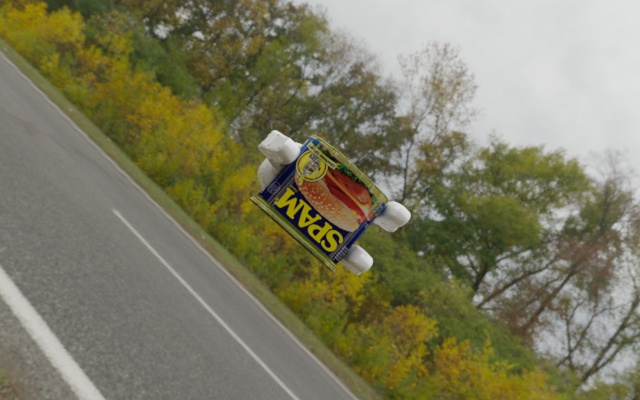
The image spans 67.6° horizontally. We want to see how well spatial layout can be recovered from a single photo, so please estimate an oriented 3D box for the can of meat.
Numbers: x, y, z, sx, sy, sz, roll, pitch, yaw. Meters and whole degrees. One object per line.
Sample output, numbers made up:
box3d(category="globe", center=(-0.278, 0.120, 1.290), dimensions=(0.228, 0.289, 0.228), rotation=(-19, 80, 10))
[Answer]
box3d(category="can of meat", center=(0.000, 0.001, 0.444), dimensions=(0.102, 0.084, 0.057), rotation=(42, -7, -7))
